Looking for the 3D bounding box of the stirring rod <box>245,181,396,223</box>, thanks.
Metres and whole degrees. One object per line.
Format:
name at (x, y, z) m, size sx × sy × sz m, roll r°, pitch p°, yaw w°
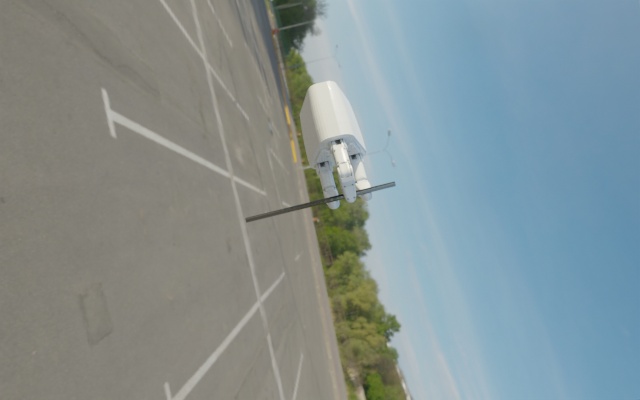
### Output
stirring rod at (0.000, 0.002, 0.749) m, size 0.239 × 0.011 × 0.011 m, roll -14°, pitch 0°, yaw 0°
